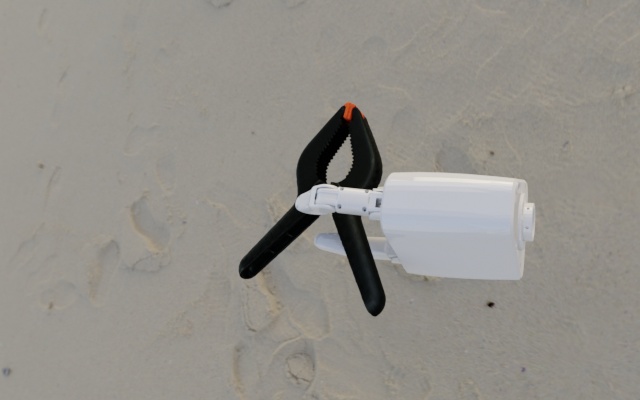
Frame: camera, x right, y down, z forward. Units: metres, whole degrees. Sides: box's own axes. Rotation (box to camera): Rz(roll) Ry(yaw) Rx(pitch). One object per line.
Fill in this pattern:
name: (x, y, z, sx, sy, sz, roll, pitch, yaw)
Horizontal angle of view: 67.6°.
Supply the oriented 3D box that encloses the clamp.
clamp: (0.000, 0.001, 0.487, 0.164, 0.210, 0.036, 2, -16, 28)
